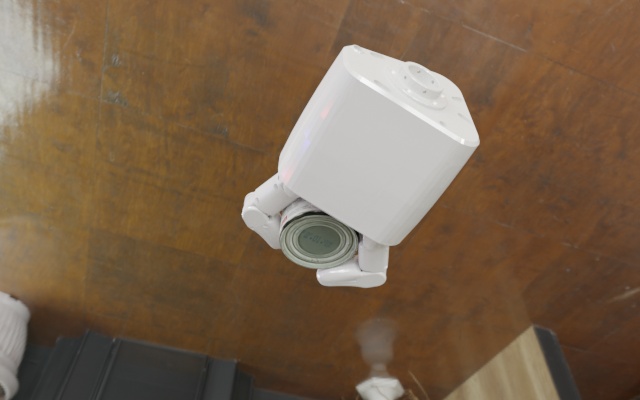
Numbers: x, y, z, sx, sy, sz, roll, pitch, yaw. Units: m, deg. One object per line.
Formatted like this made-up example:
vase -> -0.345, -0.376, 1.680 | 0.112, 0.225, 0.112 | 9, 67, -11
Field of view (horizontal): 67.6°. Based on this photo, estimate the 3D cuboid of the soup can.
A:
soup can -> 0.000, 0.002, 0.427 | 0.068, 0.069, 0.102 | 0, 42, 1
